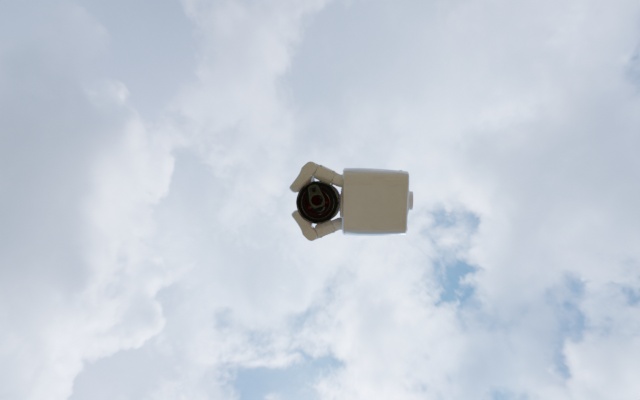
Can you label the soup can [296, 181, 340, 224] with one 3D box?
[{"bbox_3d":[0.000,0.003,0.795,0.068,0.068,0.102,0,1,6],"label":"soup can"}]
